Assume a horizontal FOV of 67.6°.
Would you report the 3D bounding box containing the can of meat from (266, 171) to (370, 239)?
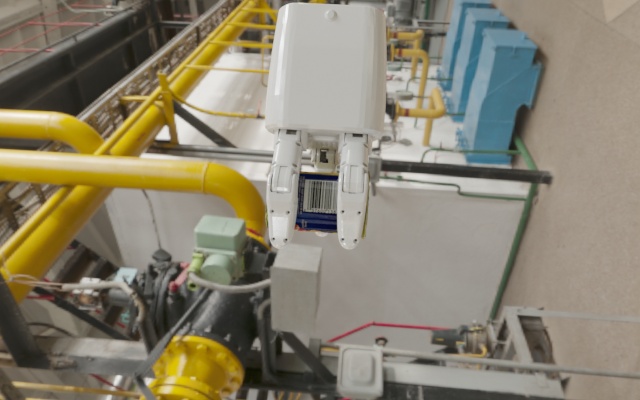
[{"bbox_3d":[0.000,0.001,0.435,0.084,0.057,0.102,4,-1,3],"label":"can of meat"}]
